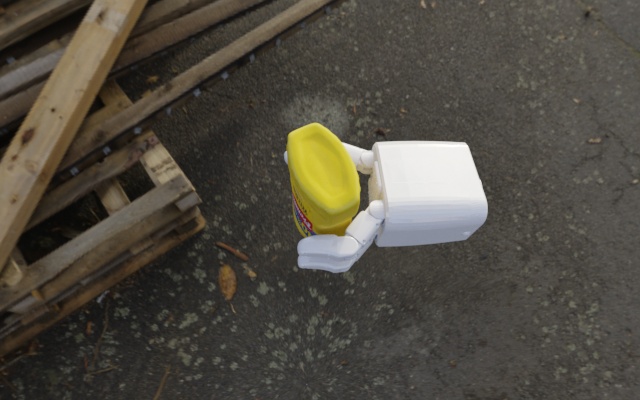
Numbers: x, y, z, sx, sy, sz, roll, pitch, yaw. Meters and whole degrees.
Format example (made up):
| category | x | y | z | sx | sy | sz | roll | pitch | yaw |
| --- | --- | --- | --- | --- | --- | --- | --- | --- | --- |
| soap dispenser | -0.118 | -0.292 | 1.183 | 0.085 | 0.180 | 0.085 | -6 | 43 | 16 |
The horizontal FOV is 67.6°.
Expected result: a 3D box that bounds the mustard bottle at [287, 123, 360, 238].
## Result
| category | x | y | z | sx | sy | sz | roll | pitch | yaw |
| --- | --- | --- | --- | --- | --- | --- | --- | --- | --- |
| mustard bottle | 0.000 | 0.002 | 0.525 | 0.058 | 0.096 | 0.192 | -25 | -18 | -11 |
